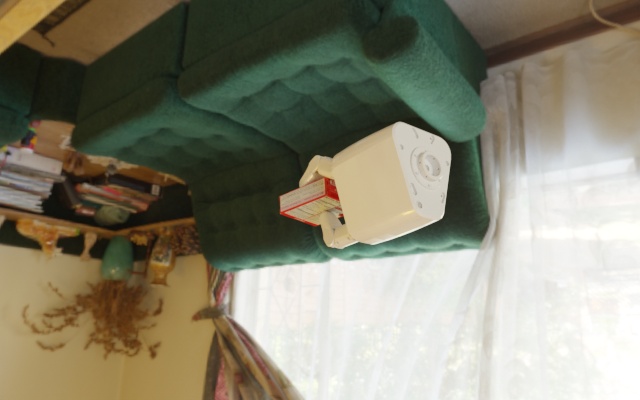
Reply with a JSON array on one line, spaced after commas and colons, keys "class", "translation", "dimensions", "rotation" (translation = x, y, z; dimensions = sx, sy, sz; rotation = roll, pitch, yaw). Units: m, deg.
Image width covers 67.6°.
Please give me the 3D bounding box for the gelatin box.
[{"class": "gelatin box", "translation": [0.000, 0.003, 0.649], "dimensions": [0.089, 0.030, 0.073], "rotation": [-23, -30, 36]}]
